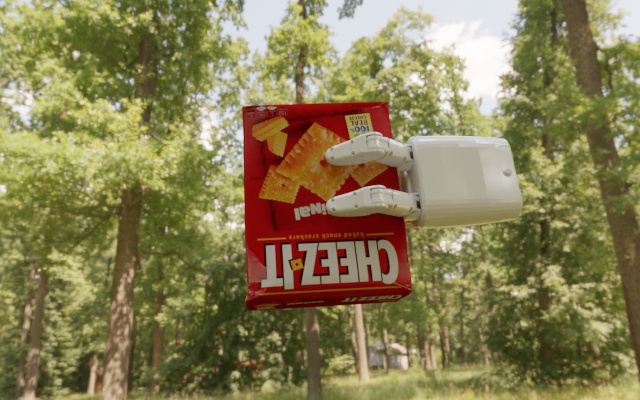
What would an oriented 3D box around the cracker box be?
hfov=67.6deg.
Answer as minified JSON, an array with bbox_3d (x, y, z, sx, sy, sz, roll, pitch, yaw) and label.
[{"bbox_3d":[0.000,0.002,0.512,0.164,0.213,0.072,-2,-19,-6],"label":"cracker box"}]
